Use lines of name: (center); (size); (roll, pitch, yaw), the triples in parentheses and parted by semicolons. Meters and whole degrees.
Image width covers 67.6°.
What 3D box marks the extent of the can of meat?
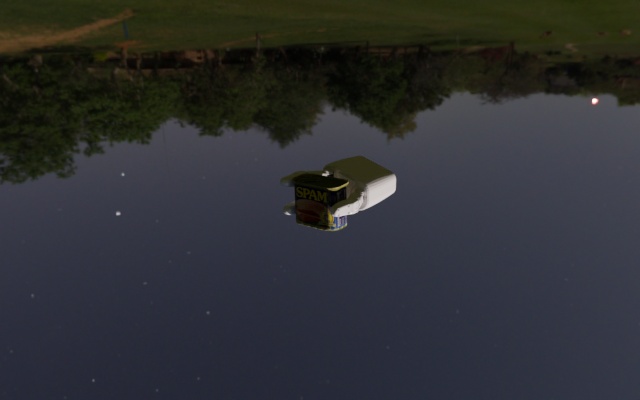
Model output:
can of meat: (0.000, 0.003, 0.866); (0.102, 0.084, 0.057); (12, 24, 34)
